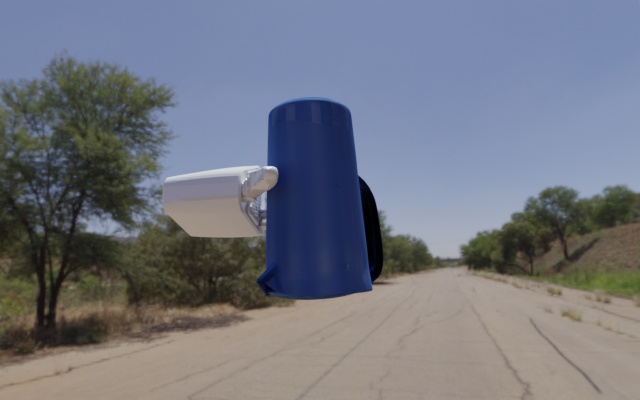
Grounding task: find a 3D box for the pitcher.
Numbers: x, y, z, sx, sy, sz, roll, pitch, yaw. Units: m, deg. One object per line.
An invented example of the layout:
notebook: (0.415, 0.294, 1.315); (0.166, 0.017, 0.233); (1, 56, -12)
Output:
pitcher: (0.000, 0.002, 0.609); (0.145, 0.243, 0.149); (-4, -9, 9)
